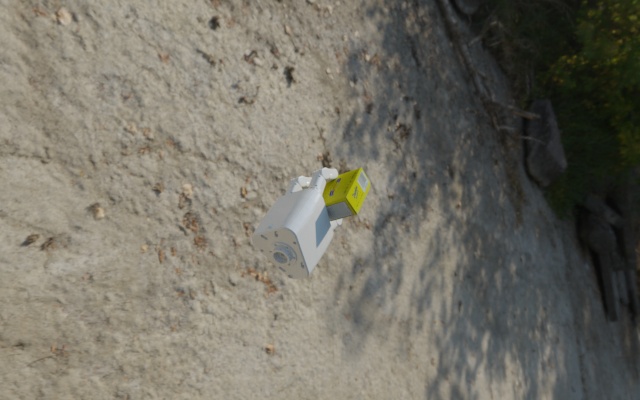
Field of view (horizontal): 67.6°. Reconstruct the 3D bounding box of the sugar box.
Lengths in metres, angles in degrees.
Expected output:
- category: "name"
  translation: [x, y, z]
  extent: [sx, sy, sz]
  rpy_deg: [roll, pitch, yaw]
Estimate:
- category: "sugar box"
  translation: [0.000, 0.003, 0.877]
  extent: [0.176, 0.048, 0.093]
  rpy_deg: [-15, 30, 34]
